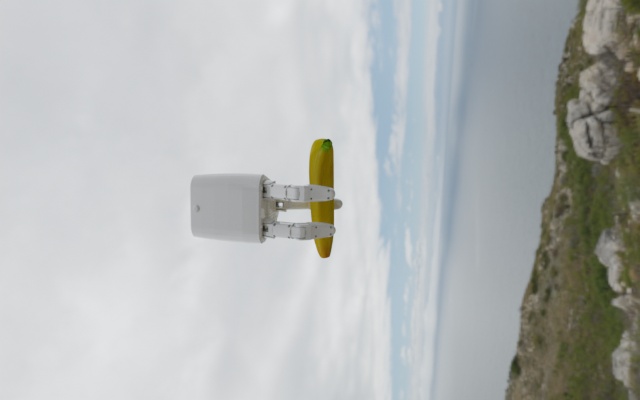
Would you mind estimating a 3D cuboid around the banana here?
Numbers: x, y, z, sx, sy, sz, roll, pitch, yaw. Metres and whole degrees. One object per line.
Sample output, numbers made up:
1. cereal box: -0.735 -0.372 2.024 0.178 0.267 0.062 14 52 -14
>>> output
1. banana: 0.001 -0.011 0.691 0.037 0.198 0.069 1 32 4
